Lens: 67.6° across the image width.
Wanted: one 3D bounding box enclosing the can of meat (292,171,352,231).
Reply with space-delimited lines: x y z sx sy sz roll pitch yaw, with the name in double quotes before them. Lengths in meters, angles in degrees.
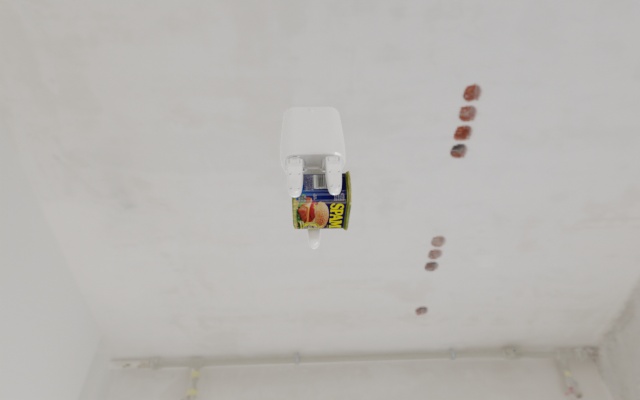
"can of meat" 0.000 0.002 0.710 0.084 0.057 0.102 -1 -33 -2
